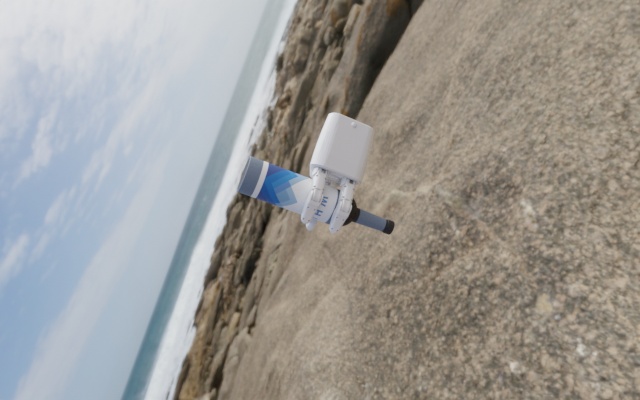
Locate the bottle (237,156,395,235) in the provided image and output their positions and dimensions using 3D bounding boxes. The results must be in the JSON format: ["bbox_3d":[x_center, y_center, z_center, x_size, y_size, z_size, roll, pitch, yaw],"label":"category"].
[{"bbox_3d":[0.000,0.003,0.867,0.296,0.069,0.069,20,-5,-14],"label":"bottle"}]
